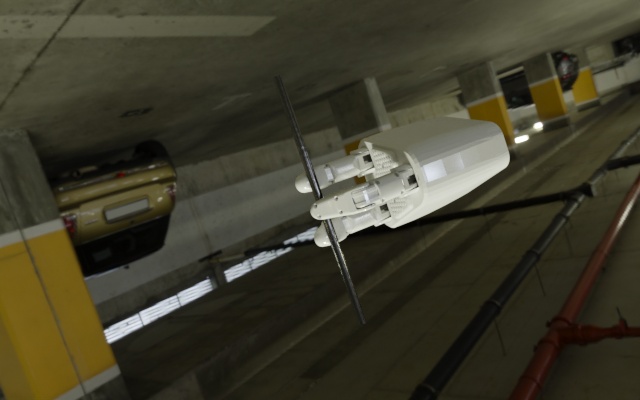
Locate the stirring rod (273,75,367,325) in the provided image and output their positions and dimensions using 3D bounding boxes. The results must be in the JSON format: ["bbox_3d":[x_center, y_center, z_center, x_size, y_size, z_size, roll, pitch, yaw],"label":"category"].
[{"bbox_3d":[0.000,0.001,0.440,0.011,0.239,0.011,-19,4,1],"label":"stirring rod"}]
